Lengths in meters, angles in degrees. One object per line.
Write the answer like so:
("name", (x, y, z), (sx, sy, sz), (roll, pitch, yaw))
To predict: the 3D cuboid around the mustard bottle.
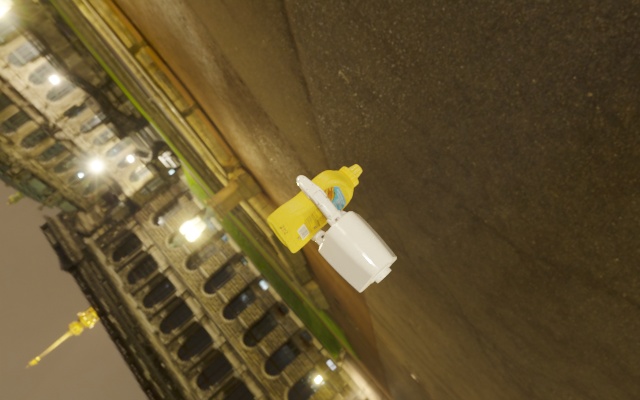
("mustard bottle", (0.000, 0.003, 0.847), (0.058, 0.191, 0.096), (40, -14, 37))
